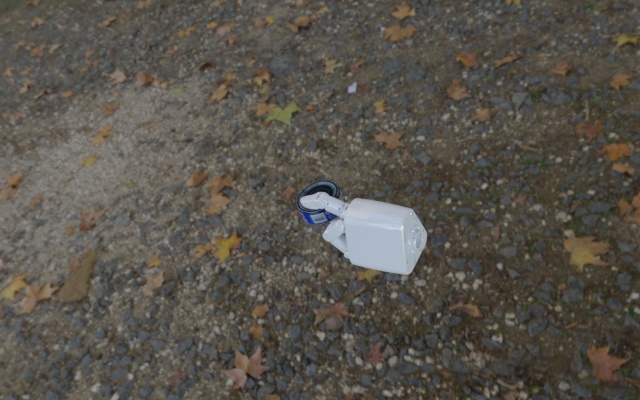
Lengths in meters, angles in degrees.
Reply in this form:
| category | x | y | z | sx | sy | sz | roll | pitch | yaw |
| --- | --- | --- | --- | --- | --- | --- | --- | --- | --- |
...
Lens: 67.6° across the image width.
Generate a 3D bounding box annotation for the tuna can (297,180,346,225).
| category | x | y | z | sx | sy | sz | roll | pitch | yaw |
| --- | --- | --- | --- | --- | --- | --- | --- | --- | --- |
| tuna can | 0.000 | 0.002 | 0.872 | 0.086 | 0.086 | 0.034 | 0 | -44 | 31 |
